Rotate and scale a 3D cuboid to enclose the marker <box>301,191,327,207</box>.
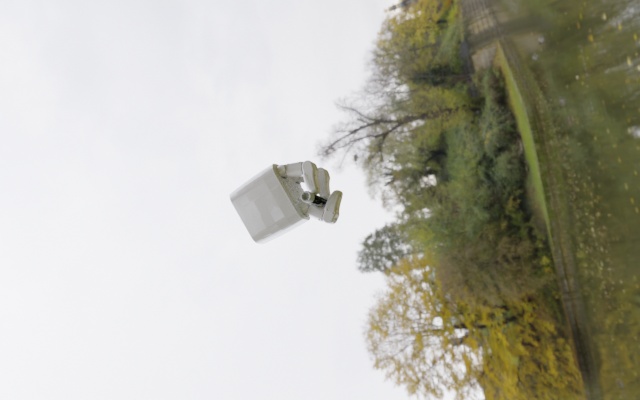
[{"bbox_3d":[0.000,0.003,0.829,0.020,0.020,0.121,0,-9,24],"label":"marker"}]
